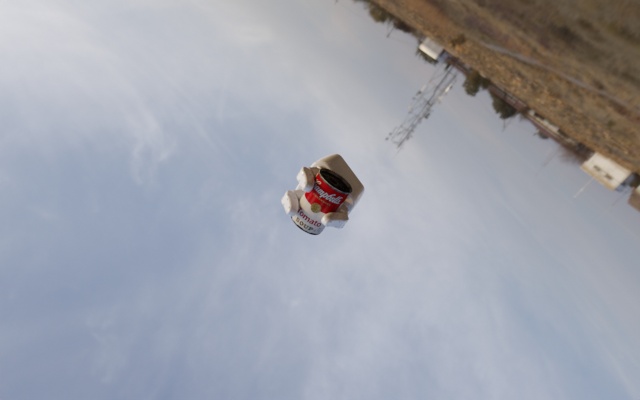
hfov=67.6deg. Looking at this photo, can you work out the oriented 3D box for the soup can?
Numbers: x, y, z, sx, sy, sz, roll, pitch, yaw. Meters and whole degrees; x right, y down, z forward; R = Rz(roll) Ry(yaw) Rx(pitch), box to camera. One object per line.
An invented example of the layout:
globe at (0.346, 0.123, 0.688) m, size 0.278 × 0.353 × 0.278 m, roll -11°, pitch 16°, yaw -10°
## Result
soup can at (0.000, 0.003, 0.846) m, size 0.068 × 0.102 × 0.068 m, roll 29°, pitch 24°, yaw -14°
